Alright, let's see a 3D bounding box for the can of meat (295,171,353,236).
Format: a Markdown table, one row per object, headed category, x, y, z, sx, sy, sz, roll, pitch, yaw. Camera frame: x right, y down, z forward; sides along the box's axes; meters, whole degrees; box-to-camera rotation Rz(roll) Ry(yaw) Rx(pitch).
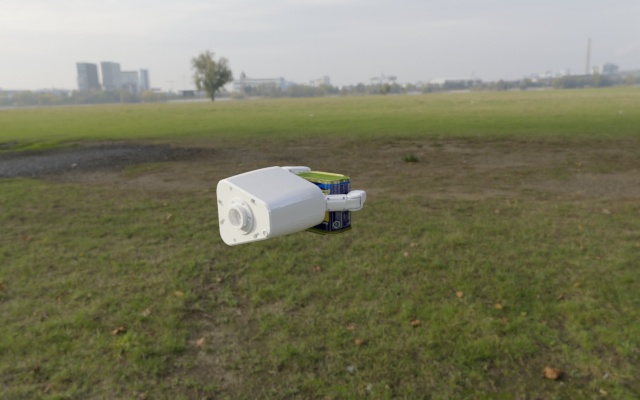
| category | x | y | z | sx | sy | sz | roll | pitch | yaw |
| --- | --- | --- | --- | --- | --- | --- | --- | --- | --- |
| can of meat | 0.000 | 0.002 | 0.736 | 0.102 | 0.084 | 0.057 | 10 | 17 | 42 |
